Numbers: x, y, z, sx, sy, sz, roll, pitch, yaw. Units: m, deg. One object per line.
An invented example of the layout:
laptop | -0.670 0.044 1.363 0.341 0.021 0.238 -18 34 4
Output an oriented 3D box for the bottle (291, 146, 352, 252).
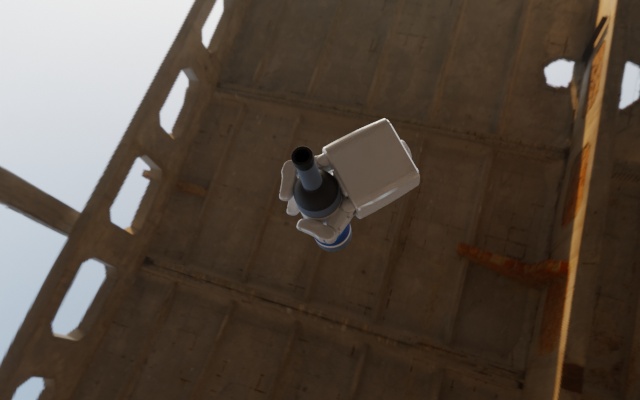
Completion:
bottle | 0.000 0.002 0.713 0.069 0.069 0.296 0 -23 10
